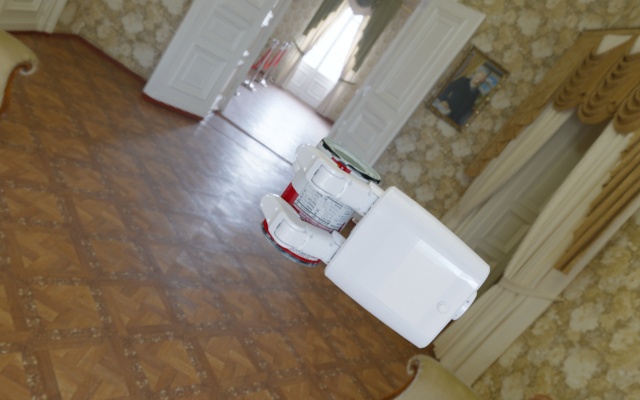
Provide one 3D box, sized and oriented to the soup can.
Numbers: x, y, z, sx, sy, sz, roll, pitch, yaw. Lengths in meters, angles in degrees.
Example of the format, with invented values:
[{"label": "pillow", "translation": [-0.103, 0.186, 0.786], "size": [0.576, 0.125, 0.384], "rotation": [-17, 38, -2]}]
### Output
[{"label": "soup can", "translation": [0.000, 0.001, 0.444], "size": [0.068, 0.102, 0.068], "rotation": [33, 15, -10]}]
